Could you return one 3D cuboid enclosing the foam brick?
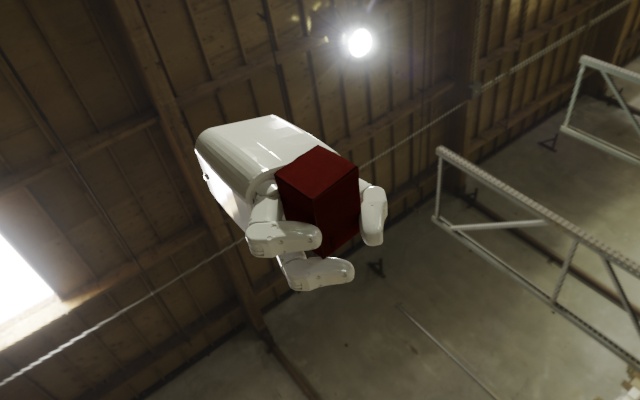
[{"bbox_3d":[0.000,0.001,0.418,0.053,0.078,0.051,-35,50,-24],"label":"foam brick"}]
